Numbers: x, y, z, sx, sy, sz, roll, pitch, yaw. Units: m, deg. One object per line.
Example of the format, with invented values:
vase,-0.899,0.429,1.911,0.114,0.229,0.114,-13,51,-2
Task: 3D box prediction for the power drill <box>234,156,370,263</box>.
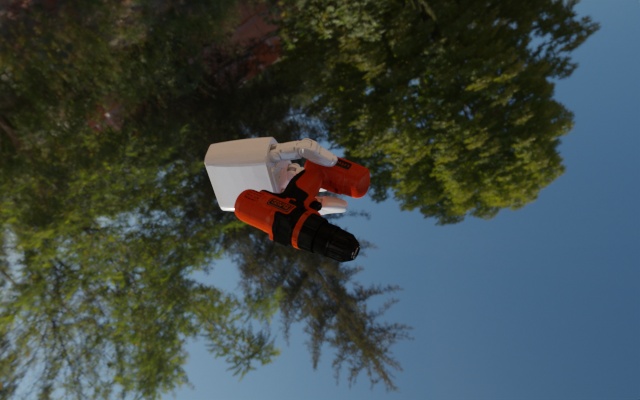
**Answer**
power drill,0.000,0.002,0.680,0.184,0.057,0.187,23,36,19
